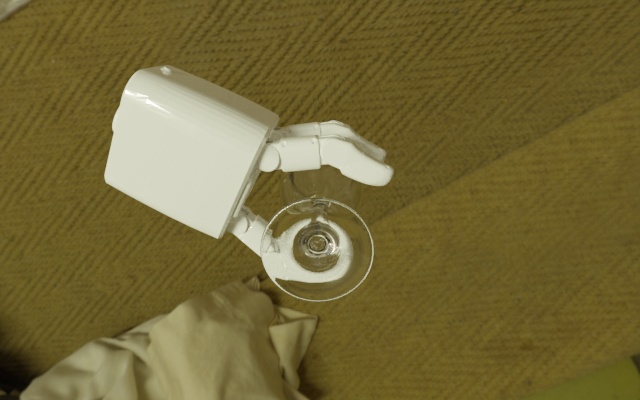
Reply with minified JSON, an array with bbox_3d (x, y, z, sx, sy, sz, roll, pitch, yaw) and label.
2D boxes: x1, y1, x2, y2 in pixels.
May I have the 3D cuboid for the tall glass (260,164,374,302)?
[{"bbox_3d":[0.000,0.002,0.404,0.079,0.079,0.201,0,19,2],"label":"tall glass"}]
